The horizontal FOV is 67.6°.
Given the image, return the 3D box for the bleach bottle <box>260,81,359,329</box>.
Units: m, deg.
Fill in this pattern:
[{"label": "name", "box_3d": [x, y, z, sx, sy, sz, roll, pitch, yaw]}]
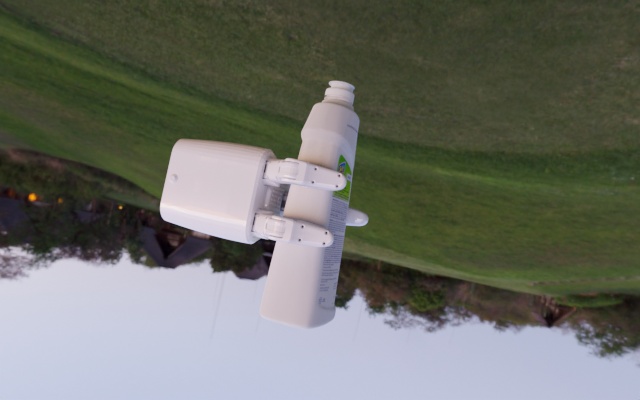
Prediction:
[{"label": "bleach bottle", "box_3d": [0.000, 0.002, 0.508, 0.068, 0.251, 0.102, 11, -3, 17]}]
